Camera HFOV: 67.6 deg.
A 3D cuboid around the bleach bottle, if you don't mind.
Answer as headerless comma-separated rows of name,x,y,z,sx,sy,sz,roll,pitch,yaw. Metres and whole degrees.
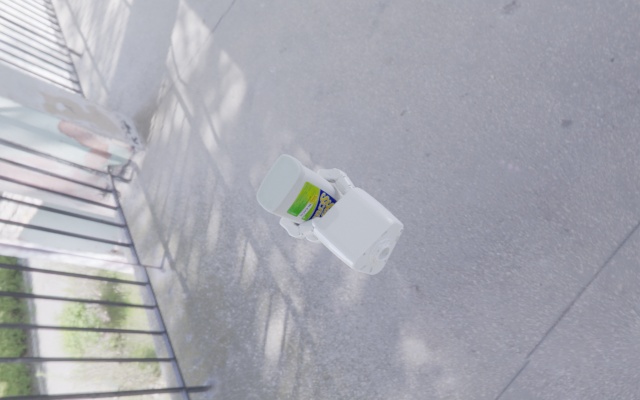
bleach bottle,0.000,0.003,0.884,0.068,0.102,0.251,42,12,38
